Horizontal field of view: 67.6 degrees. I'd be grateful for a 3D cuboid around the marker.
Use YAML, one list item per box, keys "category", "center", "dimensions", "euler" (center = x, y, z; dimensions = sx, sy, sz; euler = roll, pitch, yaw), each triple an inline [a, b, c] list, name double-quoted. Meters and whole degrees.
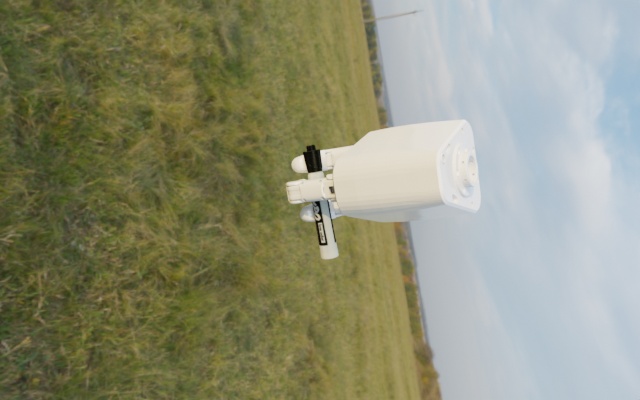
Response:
- category: "marker"
  center: [0.000, 0.002, 0.504]
  dimensions: [0.020, 0.121, 0.020]
  euler: [-10, 7, 1]
